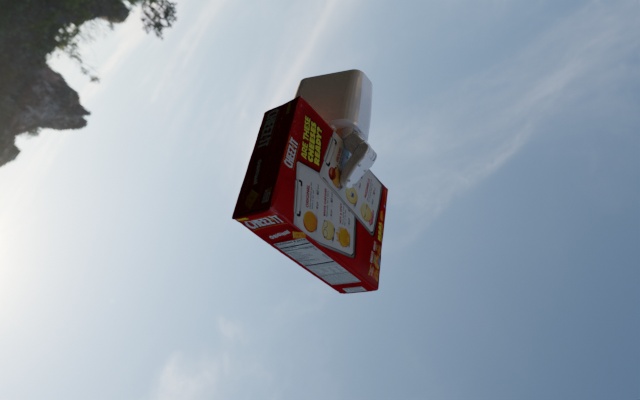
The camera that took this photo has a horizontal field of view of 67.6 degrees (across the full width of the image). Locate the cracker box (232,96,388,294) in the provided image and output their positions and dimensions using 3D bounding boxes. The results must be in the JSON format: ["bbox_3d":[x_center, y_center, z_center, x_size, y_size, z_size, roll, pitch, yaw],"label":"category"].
[{"bbox_3d":[0.000,0.002,0.610,0.072,0.164,0.214,-16,-41,35],"label":"cracker box"}]
